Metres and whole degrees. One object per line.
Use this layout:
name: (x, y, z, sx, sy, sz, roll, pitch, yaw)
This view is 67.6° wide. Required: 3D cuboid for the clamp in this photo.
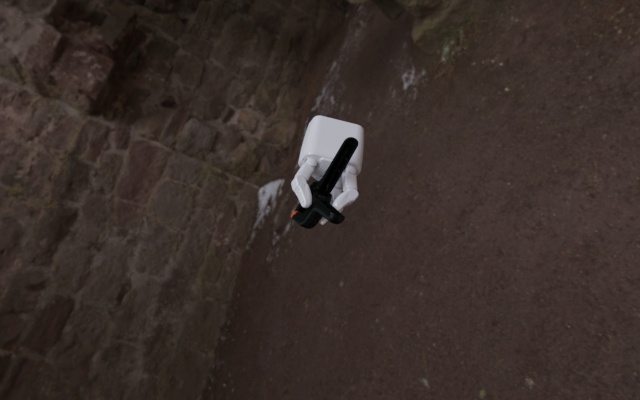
clamp: (-0.001, 0.003, 0.850, 0.036, 0.164, 0.210, 23, -38, -18)
